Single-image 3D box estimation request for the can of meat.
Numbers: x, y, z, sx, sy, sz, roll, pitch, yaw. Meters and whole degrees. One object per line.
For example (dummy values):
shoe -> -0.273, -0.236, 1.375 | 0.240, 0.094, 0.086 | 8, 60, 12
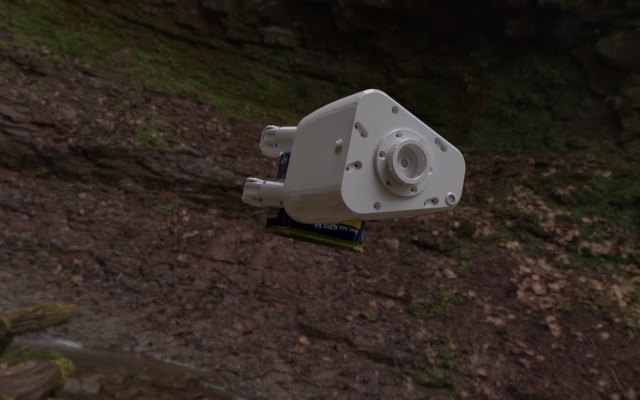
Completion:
can of meat -> 0.000, 0.001, 0.484 | 0.102, 0.084, 0.057 | 14, -8, -19
